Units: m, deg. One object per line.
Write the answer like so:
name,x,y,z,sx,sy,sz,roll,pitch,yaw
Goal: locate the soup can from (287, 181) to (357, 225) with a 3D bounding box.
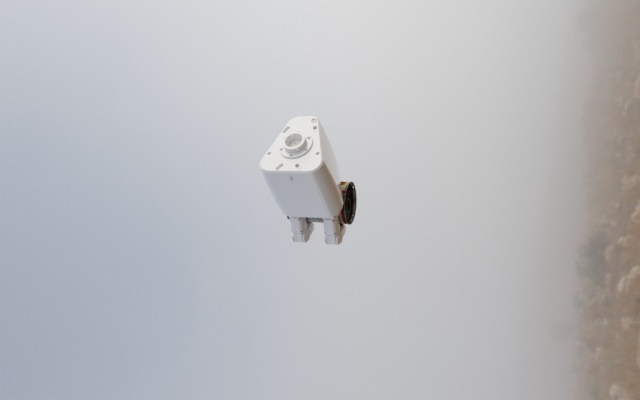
soup can,0.000,0.003,0.761,0.102,0.068,0.068,2,1,19
